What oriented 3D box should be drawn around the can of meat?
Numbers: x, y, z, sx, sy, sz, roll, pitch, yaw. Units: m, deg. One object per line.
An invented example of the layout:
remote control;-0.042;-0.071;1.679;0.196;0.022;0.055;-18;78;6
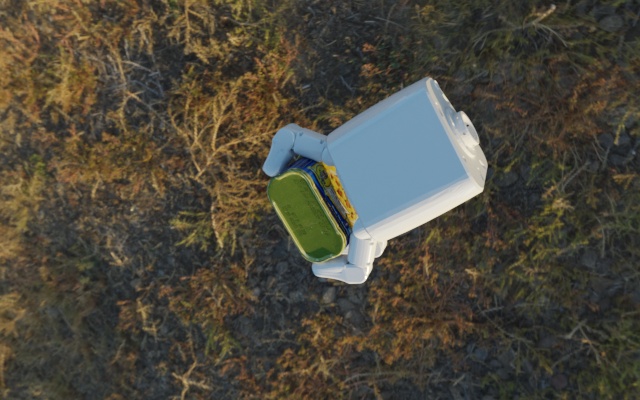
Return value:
can of meat;0.000;0.002;0.487;0.057;0.102;0.084;-26;10;29
